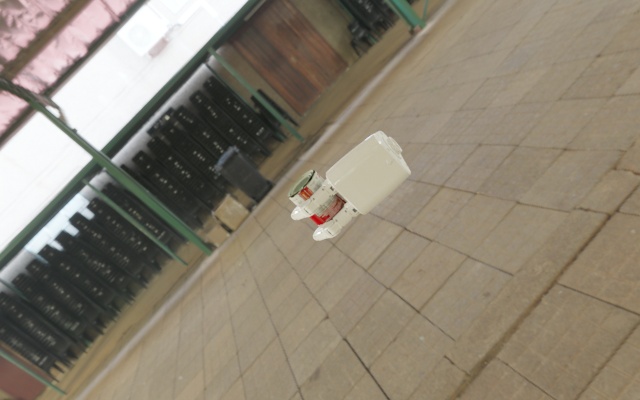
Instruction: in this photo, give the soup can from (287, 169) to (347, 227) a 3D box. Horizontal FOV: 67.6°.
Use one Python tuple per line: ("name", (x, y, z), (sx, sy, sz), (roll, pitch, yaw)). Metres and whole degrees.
("soup can", (0.000, 0.003, 0.848), (0.102, 0.068, 0.068), (44, -15, -16))
